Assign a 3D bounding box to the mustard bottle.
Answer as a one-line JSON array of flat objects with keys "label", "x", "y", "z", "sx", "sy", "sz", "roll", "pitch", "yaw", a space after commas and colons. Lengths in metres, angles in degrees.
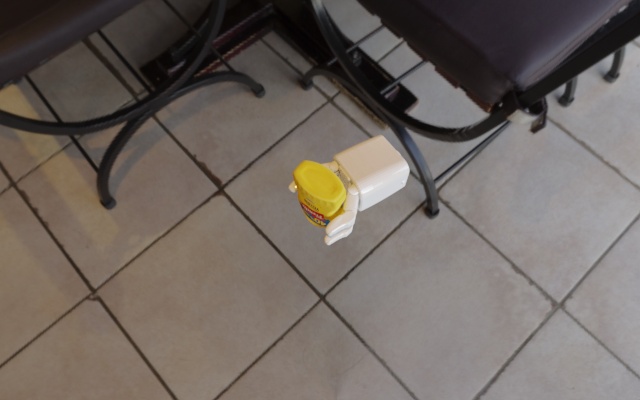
[{"label": "mustard bottle", "x": 0.000, "y": 0.003, "z": 0.878, "sx": 0.096, "sy": 0.058, "sz": 0.192, "roll": 35, "pitch": -17, "yaw": 15}]
